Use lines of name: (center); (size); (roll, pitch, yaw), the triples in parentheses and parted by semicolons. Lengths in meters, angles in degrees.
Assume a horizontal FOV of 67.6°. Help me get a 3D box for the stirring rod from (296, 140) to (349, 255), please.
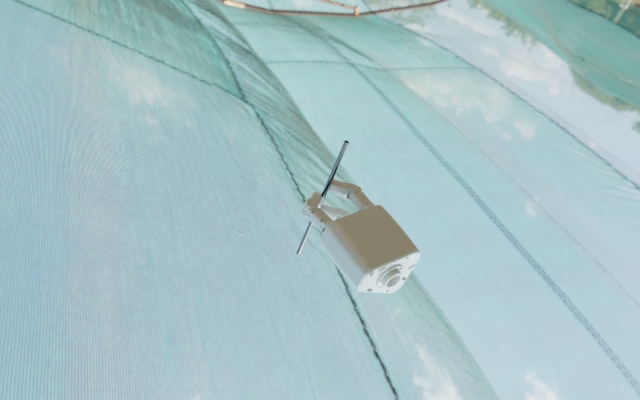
stirring rod: (0.000, 0.003, 0.801); (0.011, 0.240, 0.011); (16, 33, -11)
